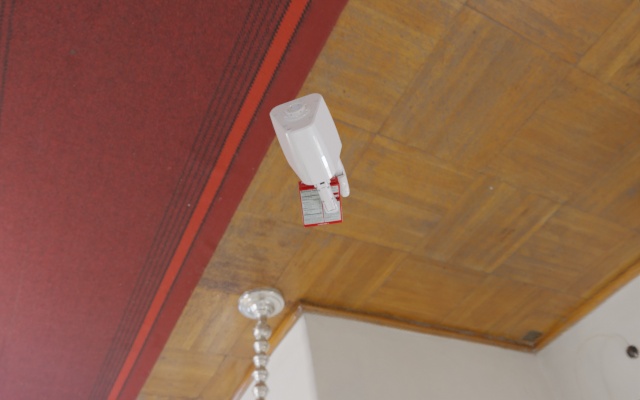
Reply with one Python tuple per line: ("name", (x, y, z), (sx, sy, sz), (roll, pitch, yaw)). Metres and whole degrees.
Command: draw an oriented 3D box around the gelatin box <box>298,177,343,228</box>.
("gelatin box", (0.000, 0.003, 0.871), (0.073, 0.089, 0.030), (-8, 34, -2))
